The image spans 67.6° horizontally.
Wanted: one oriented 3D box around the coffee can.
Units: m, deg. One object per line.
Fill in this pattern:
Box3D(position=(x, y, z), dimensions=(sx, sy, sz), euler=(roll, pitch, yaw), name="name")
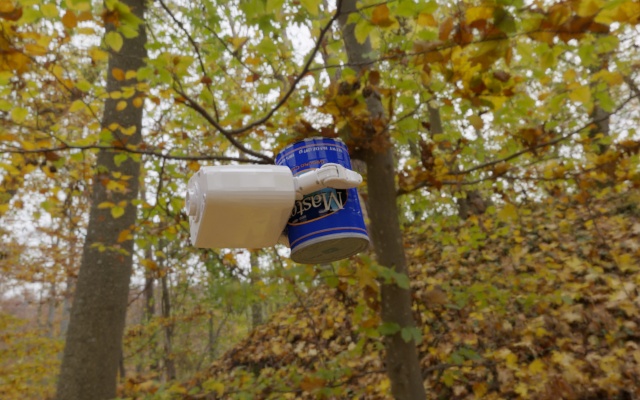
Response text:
Box3D(position=(0.000, 0.002, 0.631), dimensions=(0.103, 0.140, 0.103), euler=(-10, -22, -4), name="coffee can")
